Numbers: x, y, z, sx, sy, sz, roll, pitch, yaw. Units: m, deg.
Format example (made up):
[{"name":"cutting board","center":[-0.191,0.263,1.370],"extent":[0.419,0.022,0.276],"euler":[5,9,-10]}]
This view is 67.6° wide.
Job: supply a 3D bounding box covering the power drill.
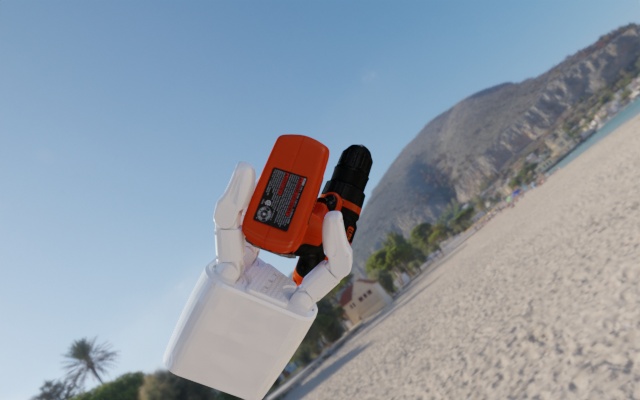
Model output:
[{"name":"power drill","center":[0.000,0.002,0.495],"extent":[0.057,0.184,0.188],"euler":[15,-11,21]}]
